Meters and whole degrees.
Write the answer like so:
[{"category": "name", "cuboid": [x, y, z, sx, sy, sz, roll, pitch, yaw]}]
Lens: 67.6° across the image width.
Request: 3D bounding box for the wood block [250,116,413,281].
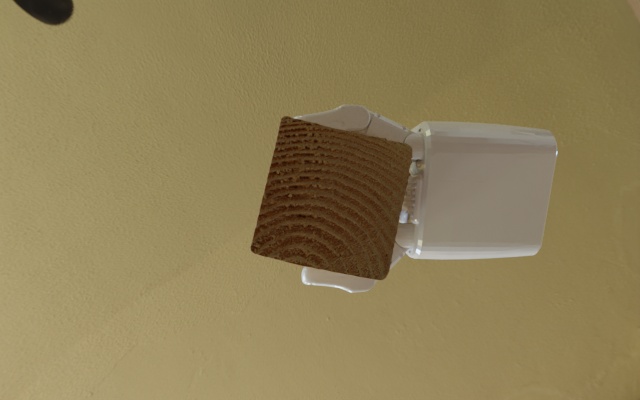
[{"category": "wood block", "cuboid": [0.000, 0.002, 0.400, 0.090, 0.091, 0.206, 12, -2, -4]}]
